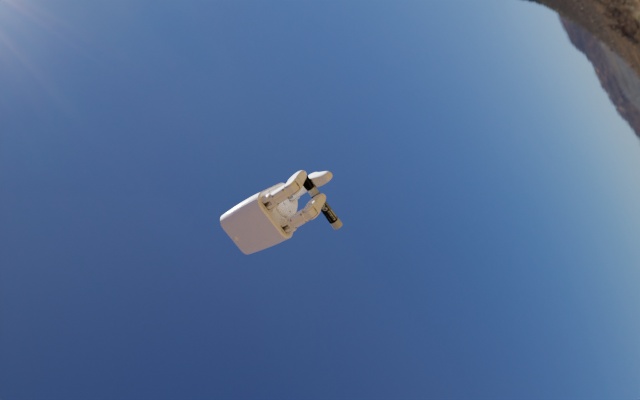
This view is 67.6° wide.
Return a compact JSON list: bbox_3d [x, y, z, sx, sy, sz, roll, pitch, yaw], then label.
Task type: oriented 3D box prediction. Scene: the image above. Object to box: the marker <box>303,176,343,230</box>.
[{"bbox_3d":[0.000,0.003,0.881,0.020,0.121,0.020,-32,17,11],"label":"marker"}]
